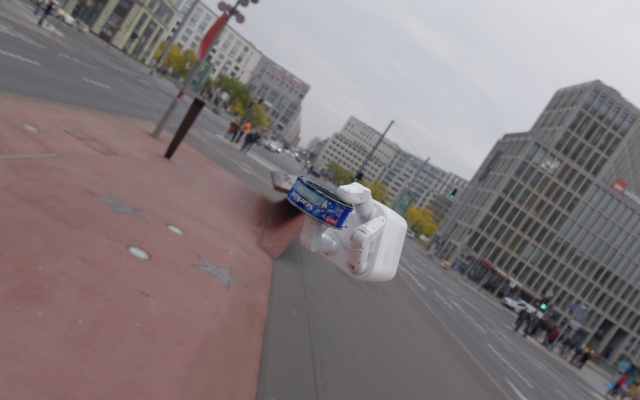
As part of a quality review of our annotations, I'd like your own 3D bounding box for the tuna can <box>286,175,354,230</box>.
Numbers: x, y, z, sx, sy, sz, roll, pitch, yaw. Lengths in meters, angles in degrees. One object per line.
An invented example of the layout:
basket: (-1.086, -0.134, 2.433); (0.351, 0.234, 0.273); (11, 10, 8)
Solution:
tuna can: (0.000, 0.002, 0.622); (0.086, 0.034, 0.086); (30, 8, -5)
